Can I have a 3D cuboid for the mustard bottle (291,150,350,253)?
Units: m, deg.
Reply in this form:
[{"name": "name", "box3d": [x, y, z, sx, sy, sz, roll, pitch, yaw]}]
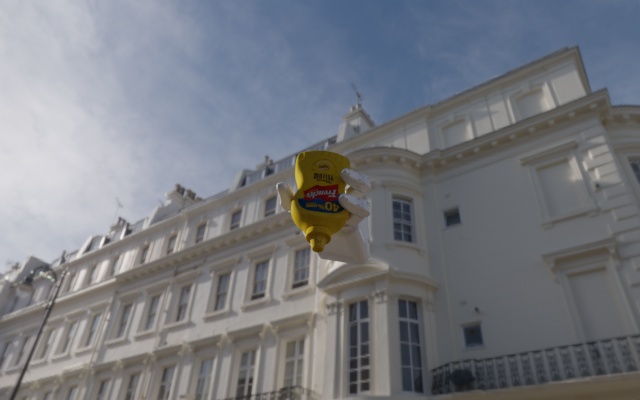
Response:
[{"name": "mustard bottle", "box3d": [0.000, 0.002, 0.798, 0.096, 0.191, 0.058, 7, -39, -5]}]
